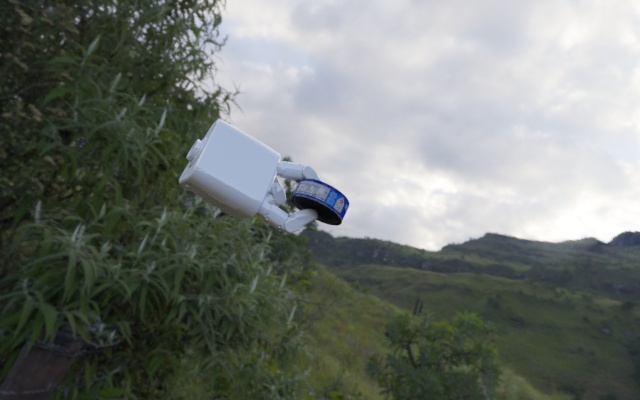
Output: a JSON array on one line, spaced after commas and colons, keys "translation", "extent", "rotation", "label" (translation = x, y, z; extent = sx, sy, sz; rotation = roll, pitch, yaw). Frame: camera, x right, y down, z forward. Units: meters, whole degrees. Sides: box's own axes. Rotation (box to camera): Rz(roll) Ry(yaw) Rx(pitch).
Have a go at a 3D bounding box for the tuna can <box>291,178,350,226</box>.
[{"translation": [0.000, 0.002, 0.724], "extent": [0.086, 0.033, 0.086], "rotation": [24, -19, 9], "label": "tuna can"}]
